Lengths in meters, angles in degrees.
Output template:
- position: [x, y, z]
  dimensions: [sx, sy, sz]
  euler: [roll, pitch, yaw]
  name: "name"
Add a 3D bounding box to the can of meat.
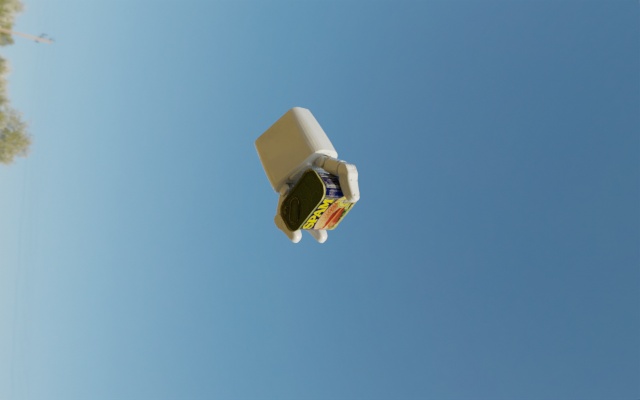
- position: [0.000, 0.002, 0.747]
  dimensions: [0.084, 0.057, 0.102]
  euler: [3, -45, -44]
  name: "can of meat"
